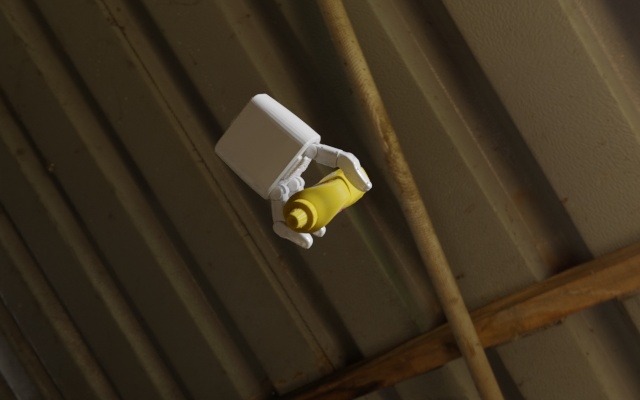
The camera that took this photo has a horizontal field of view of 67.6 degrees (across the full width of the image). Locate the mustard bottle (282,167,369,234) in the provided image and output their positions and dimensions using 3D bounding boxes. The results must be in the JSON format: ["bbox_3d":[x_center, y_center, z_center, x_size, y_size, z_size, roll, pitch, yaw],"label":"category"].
[{"bbox_3d":[0.000,0.002,0.665,0.096,0.058,0.191,-26,3,26],"label":"mustard bottle"}]
